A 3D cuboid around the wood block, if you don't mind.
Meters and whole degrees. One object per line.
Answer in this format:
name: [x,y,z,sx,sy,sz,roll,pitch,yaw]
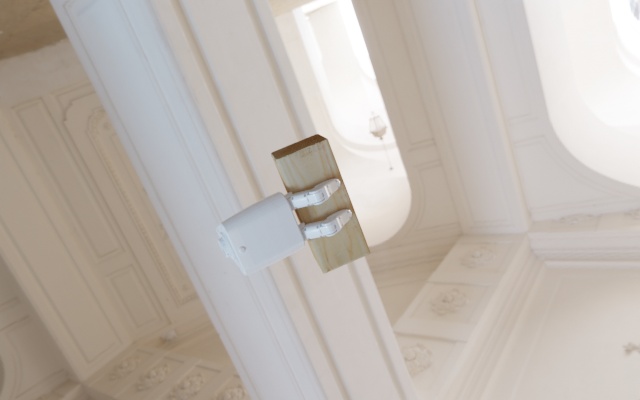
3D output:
wood block: [0.000,0.003,0.803,0.090,0.206,0.090,-23,17,-6]
